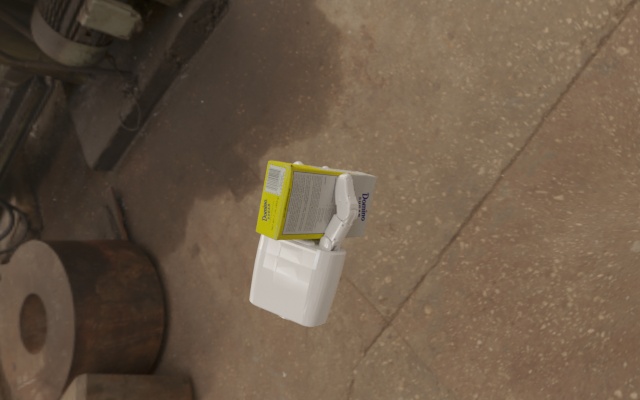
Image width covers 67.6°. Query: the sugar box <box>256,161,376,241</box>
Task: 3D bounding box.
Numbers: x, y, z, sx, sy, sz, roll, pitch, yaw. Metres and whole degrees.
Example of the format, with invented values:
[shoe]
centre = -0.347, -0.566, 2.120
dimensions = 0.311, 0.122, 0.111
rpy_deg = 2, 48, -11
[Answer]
[sugar box]
centre = 0.000, 0.002, 0.636
dimensions = 0.048, 0.093, 0.176
rpy_deg = 18, 9, 38
